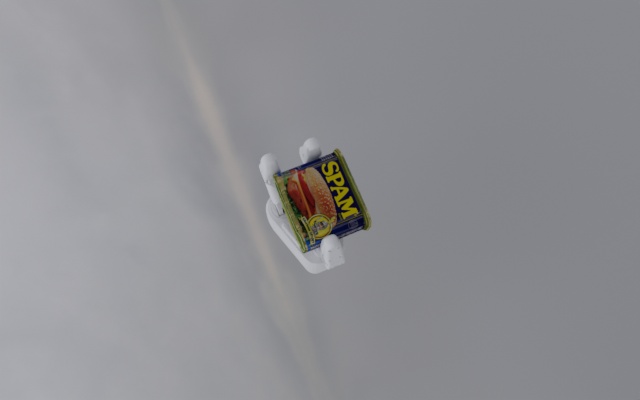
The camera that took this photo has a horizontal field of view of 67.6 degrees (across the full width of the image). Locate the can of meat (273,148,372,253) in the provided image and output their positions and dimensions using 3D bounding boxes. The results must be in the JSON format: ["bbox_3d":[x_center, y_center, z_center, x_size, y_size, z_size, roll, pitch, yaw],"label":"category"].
[{"bbox_3d":[0.000,0.002,0.560,0.084,0.102,0.057,-22,-11,-8],"label":"can of meat"}]
